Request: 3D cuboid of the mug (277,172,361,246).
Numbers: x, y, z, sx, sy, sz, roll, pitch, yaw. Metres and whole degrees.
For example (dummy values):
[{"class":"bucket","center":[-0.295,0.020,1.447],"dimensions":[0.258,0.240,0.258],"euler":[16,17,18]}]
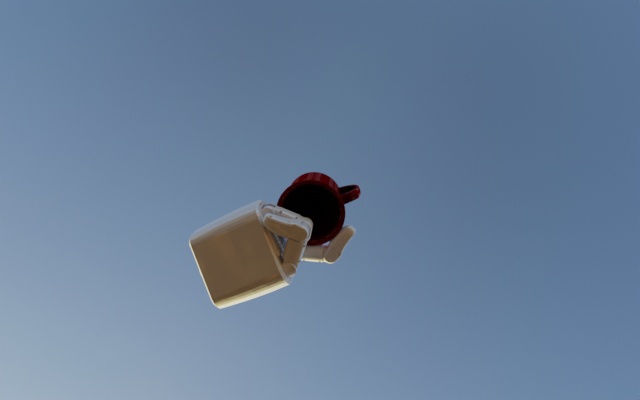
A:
[{"class":"mug","center":[0.001,0.002,0.674],"dimensions":[0.117,0.093,0.081],"euler":[-22,13,9]}]
